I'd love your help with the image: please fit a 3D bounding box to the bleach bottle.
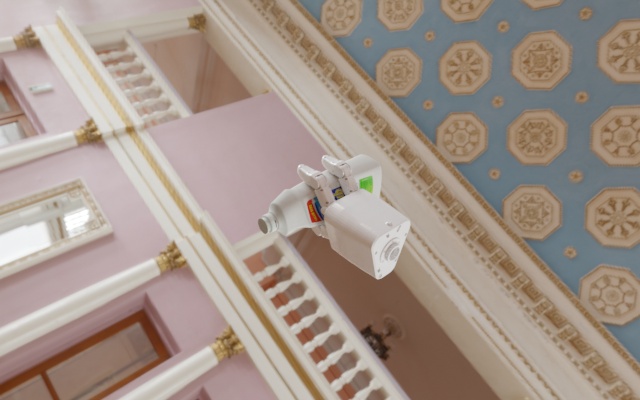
[{"bbox_3d":[0.000,0.003,0.841,0.250,0.103,0.068,-26,44,-34],"label":"bleach bottle"}]
